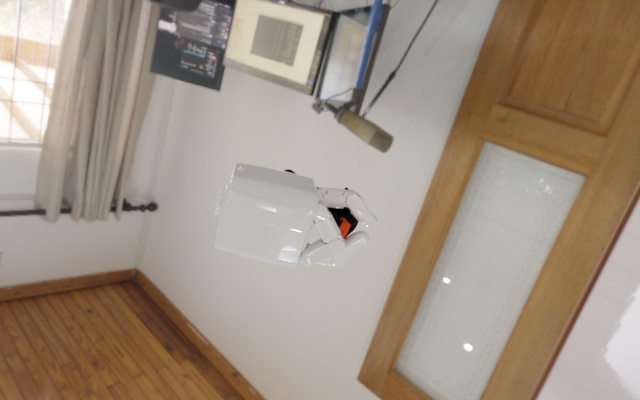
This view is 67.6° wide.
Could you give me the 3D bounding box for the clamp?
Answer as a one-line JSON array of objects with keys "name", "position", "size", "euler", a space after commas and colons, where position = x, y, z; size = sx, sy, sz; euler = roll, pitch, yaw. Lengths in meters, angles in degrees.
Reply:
[{"name": "clamp", "position": [0.000, 0.003, 0.684], "size": [0.120, 0.039, 0.171], "euler": [14, 17, -11]}]
